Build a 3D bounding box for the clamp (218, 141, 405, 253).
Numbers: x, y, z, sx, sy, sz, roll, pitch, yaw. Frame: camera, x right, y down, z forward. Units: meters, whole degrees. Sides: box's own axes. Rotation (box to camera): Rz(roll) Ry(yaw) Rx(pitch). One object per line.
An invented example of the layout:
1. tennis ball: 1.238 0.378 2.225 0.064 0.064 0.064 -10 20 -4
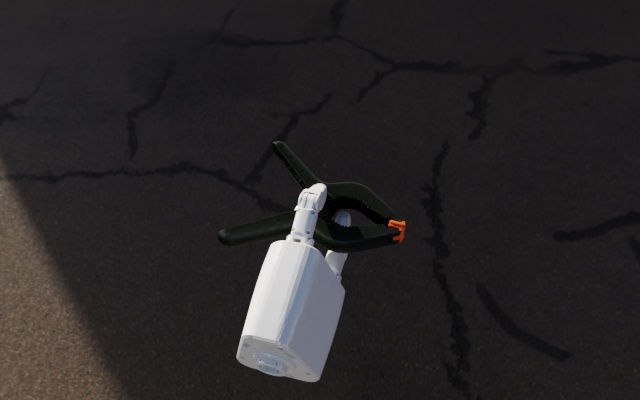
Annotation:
1. clamp: 0.000 0.002 0.577 0.210 0.164 0.036 10 -34 12
